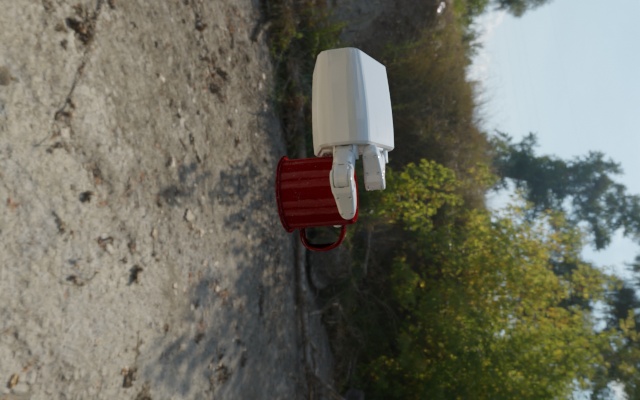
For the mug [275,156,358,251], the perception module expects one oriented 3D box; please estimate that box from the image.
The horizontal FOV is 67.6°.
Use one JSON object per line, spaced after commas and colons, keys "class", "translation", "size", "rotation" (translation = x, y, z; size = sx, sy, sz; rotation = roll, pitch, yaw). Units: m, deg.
{"class": "mug", "translation": [0.000, 0.003, 0.563], "size": [0.081, 0.117, 0.093], "rotation": [-4, 0, 12]}
